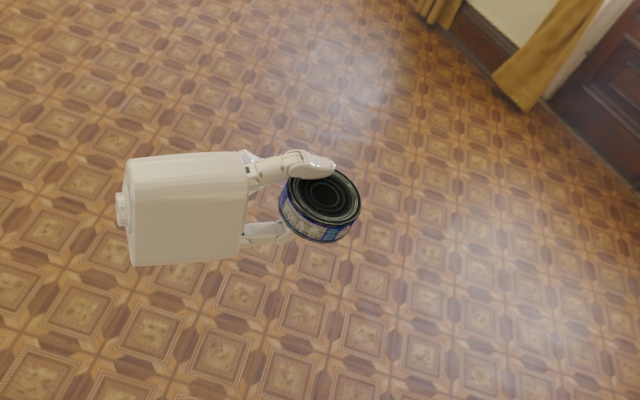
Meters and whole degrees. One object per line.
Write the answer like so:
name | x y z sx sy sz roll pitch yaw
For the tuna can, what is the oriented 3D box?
tuna can | 0.000 0.001 0.512 0.086 0.086 0.034 0 -38 -27
